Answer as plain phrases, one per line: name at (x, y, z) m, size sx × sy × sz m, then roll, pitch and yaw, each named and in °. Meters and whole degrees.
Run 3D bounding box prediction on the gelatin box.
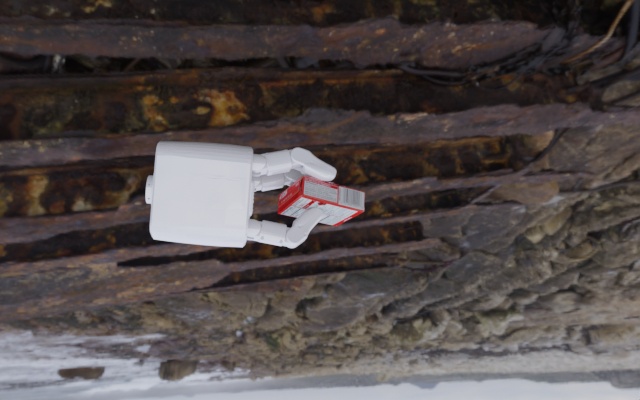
gelatin box at (0.000, 0.002, 0.600) m, size 0.089 × 0.030 × 0.073 m, roll 14°, pitch -24°, yaw -23°
